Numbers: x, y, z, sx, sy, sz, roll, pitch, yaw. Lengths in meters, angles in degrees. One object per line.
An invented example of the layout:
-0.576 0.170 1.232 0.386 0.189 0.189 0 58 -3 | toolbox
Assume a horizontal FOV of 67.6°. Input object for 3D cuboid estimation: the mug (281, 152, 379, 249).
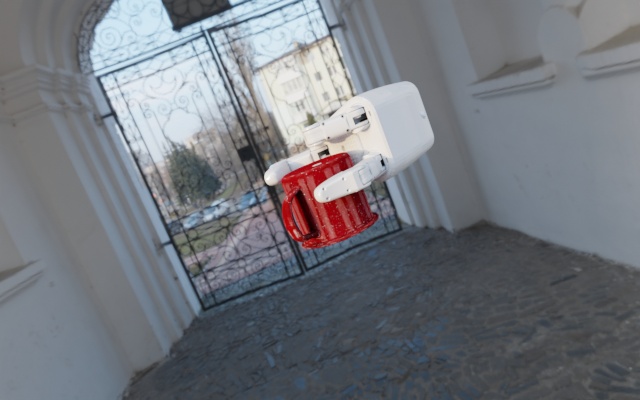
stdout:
-0.001 0.002 0.522 0.093 0.081 0.117 -13 13 44 | mug
